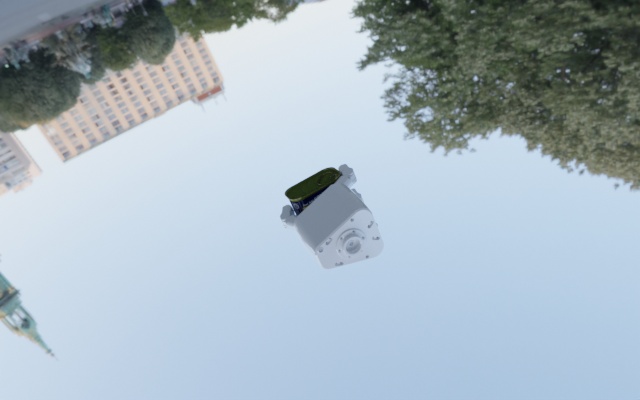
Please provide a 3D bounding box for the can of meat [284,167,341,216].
[{"bbox_3d":[0.000,0.003,0.848,0.102,0.084,0.057,-30,28,-11],"label":"can of meat"}]
